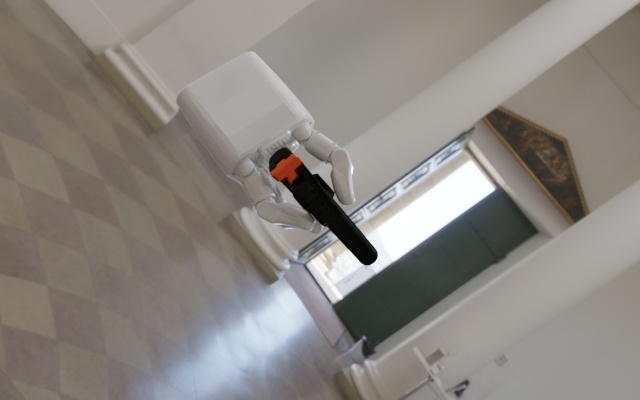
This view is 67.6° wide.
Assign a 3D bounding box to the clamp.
[{"bbox_3d":[0.000,0.001,0.506,0.036,0.164,0.210,-42,-12,1],"label":"clamp"}]
